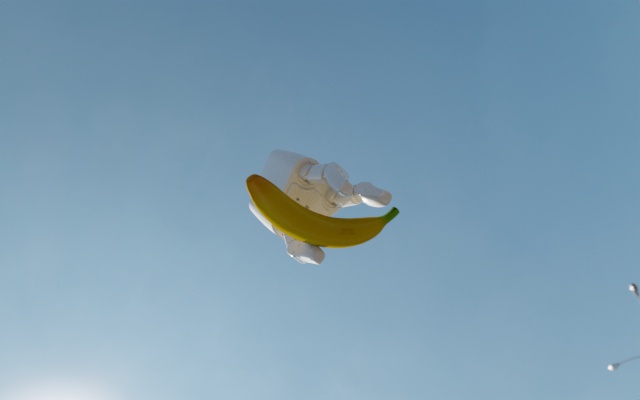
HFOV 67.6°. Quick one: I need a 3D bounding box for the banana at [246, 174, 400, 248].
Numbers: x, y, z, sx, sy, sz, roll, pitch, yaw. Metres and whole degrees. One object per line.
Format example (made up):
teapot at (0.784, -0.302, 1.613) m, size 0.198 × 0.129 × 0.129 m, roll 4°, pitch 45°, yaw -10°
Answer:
banana at (-0.002, 0.020, 0.556) m, size 0.198 × 0.069 × 0.037 m, roll 12°, pitch 12°, yaw -29°
